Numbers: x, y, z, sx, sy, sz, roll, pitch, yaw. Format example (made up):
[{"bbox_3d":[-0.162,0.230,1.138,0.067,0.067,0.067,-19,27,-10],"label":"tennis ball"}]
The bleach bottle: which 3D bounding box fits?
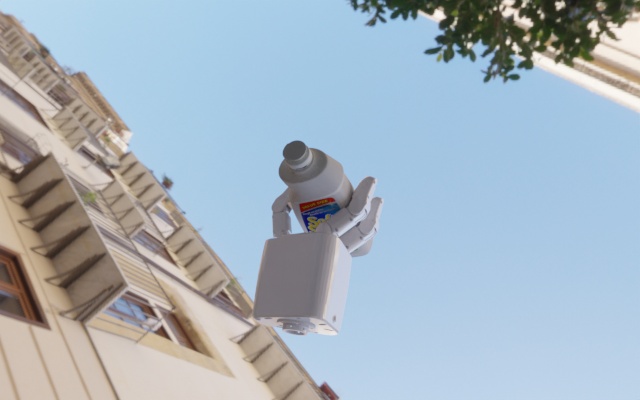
[{"bbox_3d":[0.000,0.002,0.646,0.102,0.068,0.251,-1,-28,19],"label":"bleach bottle"}]
